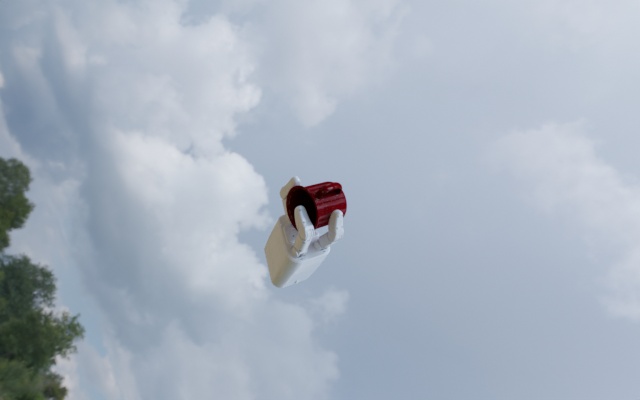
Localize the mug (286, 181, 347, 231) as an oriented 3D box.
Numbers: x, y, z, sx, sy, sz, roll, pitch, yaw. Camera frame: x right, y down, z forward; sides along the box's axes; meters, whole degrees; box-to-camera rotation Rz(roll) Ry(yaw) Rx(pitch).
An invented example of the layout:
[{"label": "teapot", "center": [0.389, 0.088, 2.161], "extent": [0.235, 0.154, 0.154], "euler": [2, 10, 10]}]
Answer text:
[{"label": "mug", "center": [0.001, 0.002, 0.890], "extent": [0.081, 0.093, 0.117], "euler": [-15, -27, -39]}]
